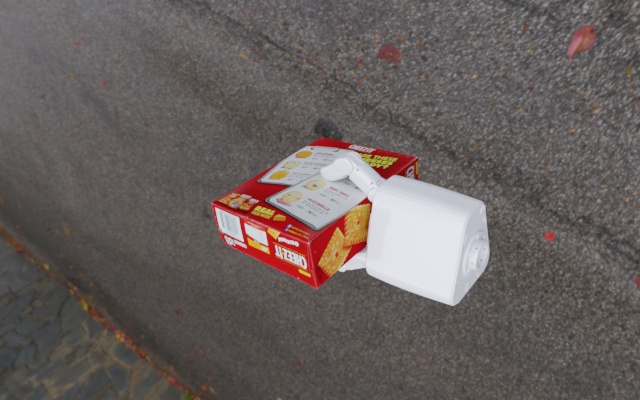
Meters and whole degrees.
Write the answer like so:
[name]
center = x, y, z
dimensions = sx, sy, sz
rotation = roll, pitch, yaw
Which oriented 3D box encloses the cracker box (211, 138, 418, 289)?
[cracker box]
center = 0.000, 0.002, 0.604
dimensions = 0.164, 0.072, 0.213
rotation = 18, 39, 37
